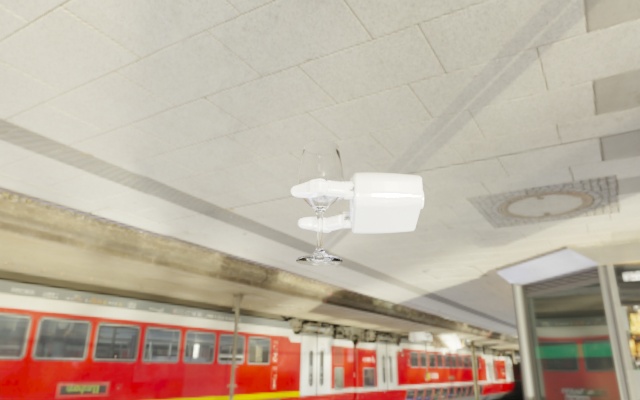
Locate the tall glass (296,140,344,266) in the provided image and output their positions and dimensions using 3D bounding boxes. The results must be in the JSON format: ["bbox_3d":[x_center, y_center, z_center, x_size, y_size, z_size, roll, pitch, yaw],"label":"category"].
[{"bbox_3d":[0.000,0.003,0.789,0.079,0.201,0.079,1,-19,0],"label":"tall glass"}]
